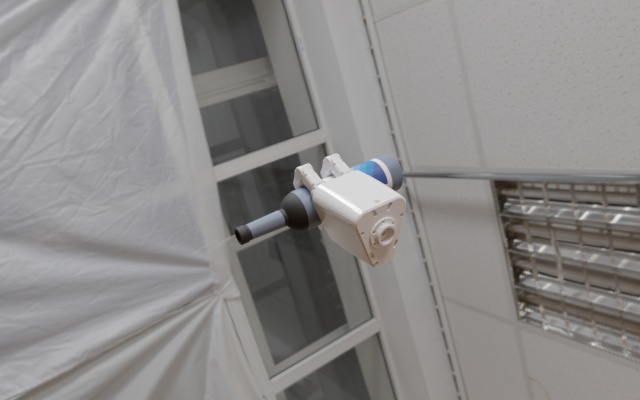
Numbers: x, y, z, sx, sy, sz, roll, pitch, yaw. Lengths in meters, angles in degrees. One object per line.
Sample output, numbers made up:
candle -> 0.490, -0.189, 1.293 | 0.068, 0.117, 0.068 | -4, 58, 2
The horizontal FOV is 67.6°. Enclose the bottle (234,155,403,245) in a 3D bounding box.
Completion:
bottle -> 0.000, 0.002, 0.771 | 0.295, 0.069, 0.069 | -23, 10, -26
